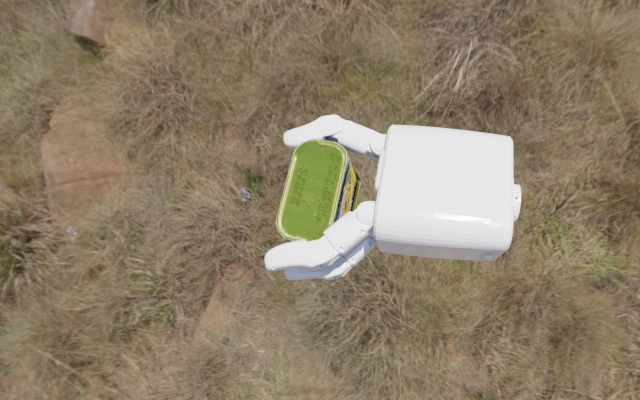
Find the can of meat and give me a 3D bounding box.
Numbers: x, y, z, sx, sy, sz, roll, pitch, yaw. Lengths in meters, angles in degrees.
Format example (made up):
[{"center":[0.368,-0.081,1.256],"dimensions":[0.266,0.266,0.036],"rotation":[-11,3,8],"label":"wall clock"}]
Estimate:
[{"center":[0.000,0.001,0.456],"dimensions":[0.057,0.102,0.084],"rotation":[10,-13,13],"label":"can of meat"}]
